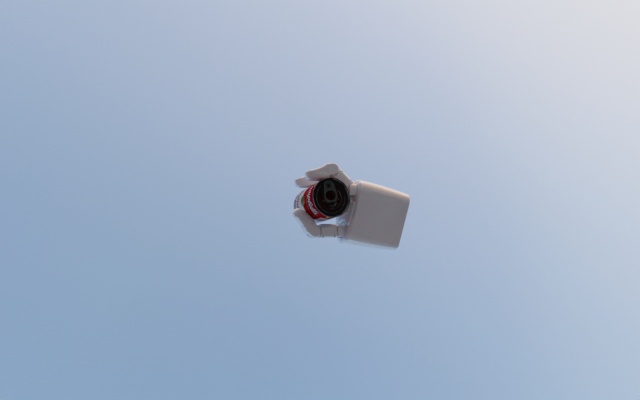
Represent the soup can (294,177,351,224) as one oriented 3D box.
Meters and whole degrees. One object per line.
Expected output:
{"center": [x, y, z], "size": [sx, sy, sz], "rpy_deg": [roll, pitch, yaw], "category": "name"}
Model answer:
{"center": [0.000, 0.003, 0.833], "size": [0.068, 0.068, 0.102], "rpy_deg": [0, -10, -23], "category": "soup can"}
